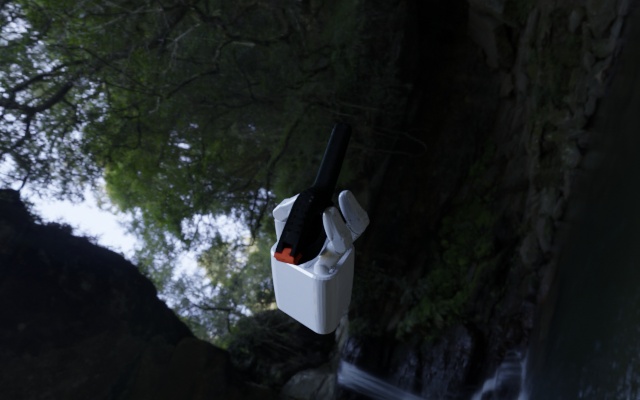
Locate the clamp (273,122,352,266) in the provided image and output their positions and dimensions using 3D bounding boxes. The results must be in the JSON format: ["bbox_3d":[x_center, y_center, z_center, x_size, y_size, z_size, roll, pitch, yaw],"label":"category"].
[{"bbox_3d":[-0.001,0.002,0.620,0.036,0.165,0.210,11,32,22],"label":"clamp"}]
